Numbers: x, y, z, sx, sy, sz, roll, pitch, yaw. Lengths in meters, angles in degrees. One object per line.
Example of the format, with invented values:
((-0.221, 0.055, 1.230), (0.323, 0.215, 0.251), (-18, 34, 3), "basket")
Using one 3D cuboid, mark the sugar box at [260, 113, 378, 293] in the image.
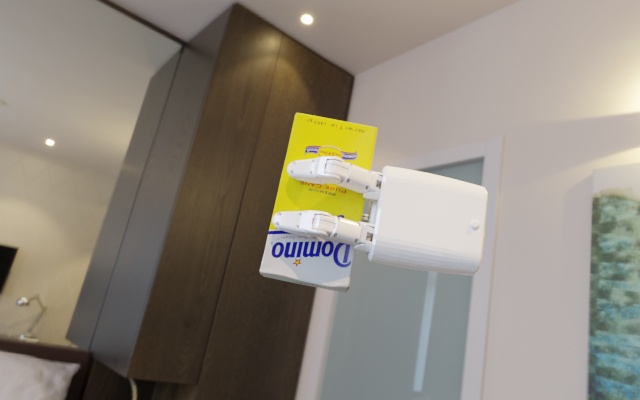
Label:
((0.000, 0.001, 0.507), (0.093, 0.176, 0.048), (10, -16, 2), "sugar box")
